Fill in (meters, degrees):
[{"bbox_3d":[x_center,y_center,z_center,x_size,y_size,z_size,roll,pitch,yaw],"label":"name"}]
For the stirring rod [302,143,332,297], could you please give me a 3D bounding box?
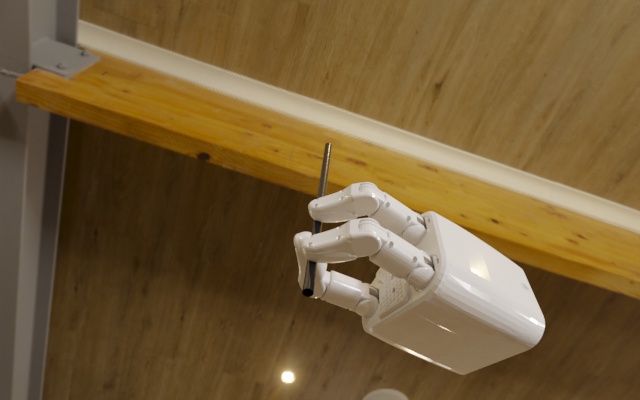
[{"bbox_3d":[0.000,0.002,0.434,0.011,0.011,0.239,0,32,5],"label":"stirring rod"}]
